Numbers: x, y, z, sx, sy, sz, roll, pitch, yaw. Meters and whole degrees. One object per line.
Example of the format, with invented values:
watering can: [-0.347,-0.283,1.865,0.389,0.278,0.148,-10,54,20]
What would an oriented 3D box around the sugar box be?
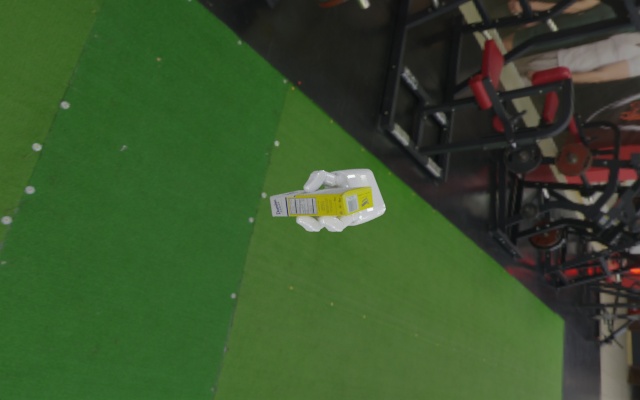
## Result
sugar box: [0.000,0.003,0.898,0.176,0.048,0.093,-5,6,38]
